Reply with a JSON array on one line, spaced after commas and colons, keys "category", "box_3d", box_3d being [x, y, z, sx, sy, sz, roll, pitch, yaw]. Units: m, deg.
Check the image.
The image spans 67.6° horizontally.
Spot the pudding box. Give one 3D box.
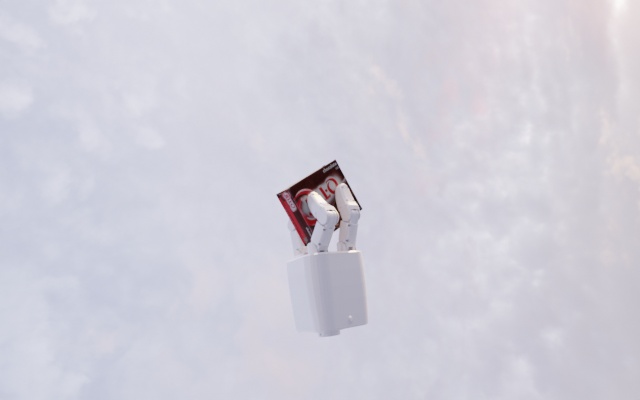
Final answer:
[{"category": "pudding box", "box_3d": [0.000, 0.002, 0.713, 0.039, 0.090, 0.113, -20, 11, 46]}]
